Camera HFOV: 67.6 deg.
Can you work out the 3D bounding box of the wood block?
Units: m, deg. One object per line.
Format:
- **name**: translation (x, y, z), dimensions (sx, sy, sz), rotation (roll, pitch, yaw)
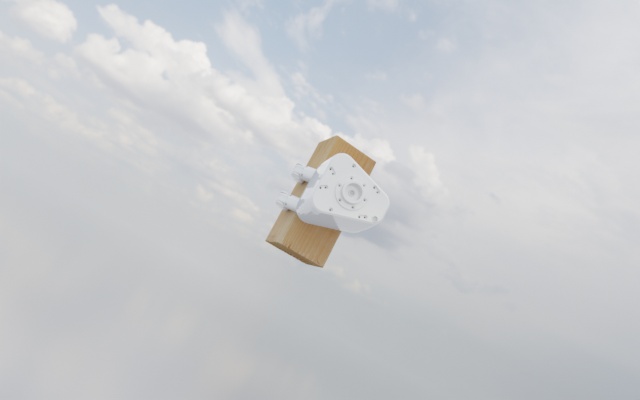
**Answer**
- **wood block**: translation (0.001, 0.003, 0.831), dimensions (0.091, 0.206, 0.090), rotation (32, -14, -17)
